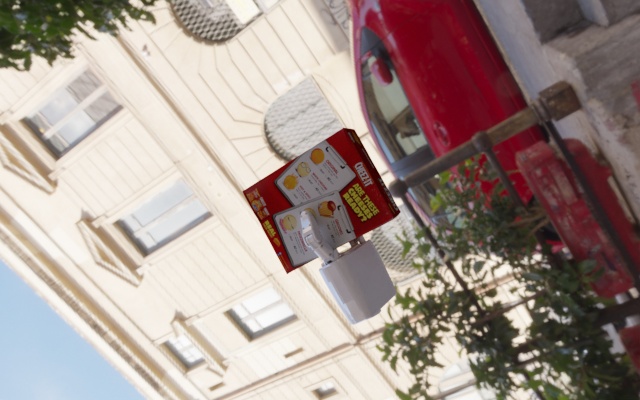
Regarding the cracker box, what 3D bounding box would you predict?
[{"bbox_3d":[0.000,0.003,0.799,0.214,0.164,0.072,-30,-3,21],"label":"cracker box"}]
